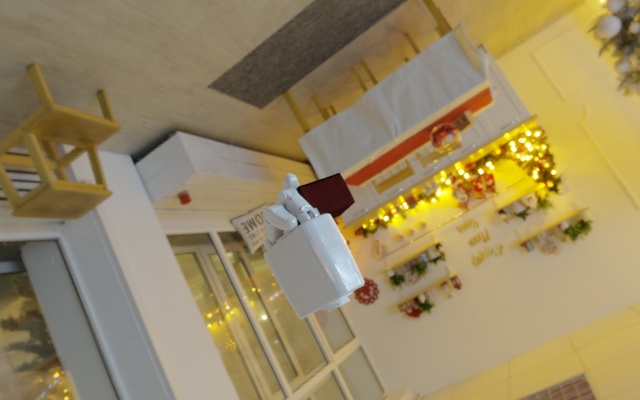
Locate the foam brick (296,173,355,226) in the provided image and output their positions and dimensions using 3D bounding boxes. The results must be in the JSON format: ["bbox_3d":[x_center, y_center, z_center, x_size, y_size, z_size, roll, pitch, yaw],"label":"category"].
[{"bbox_3d":[0.000,0.002,0.694,0.078,0.051,0.053,-21,-16,-34],"label":"foam brick"}]
